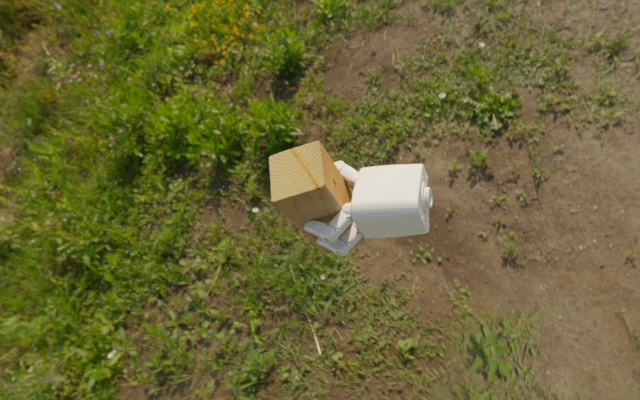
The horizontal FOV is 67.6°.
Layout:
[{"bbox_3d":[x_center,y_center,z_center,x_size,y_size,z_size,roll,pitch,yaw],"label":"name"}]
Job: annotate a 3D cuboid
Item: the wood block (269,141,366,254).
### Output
[{"bbox_3d":[0.000,0.002,0.811,0.090,0.090,0.206,-17,-34,15],"label":"wood block"}]
